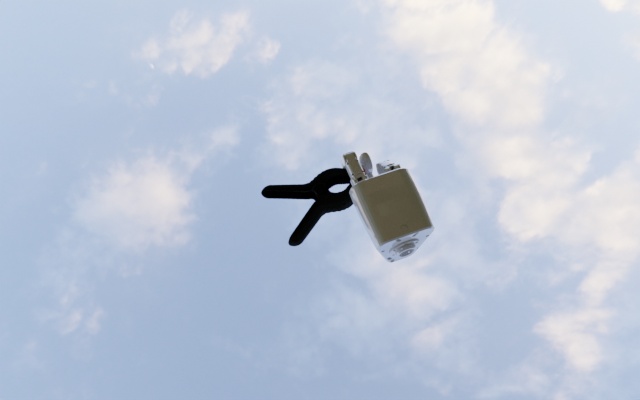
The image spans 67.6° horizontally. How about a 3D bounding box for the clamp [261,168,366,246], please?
[{"bbox_3d":[0.000,0.003,0.764,0.171,0.120,0.039,-19,-27,-4],"label":"clamp"}]
